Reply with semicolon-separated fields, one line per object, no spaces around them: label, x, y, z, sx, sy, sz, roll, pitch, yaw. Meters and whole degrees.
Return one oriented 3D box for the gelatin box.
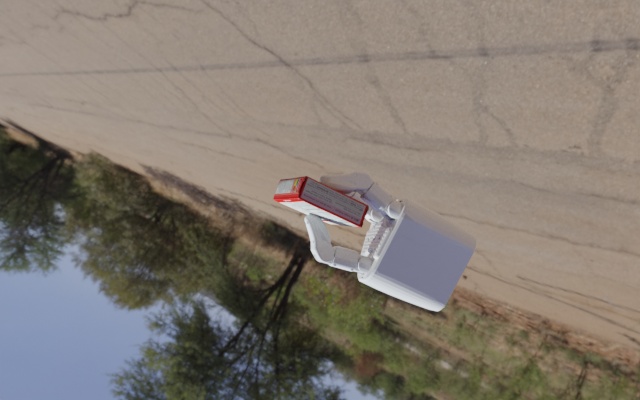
gelatin box;0.000;0.002;0.556;0.089;0.030;0.073;24;-11;-25
